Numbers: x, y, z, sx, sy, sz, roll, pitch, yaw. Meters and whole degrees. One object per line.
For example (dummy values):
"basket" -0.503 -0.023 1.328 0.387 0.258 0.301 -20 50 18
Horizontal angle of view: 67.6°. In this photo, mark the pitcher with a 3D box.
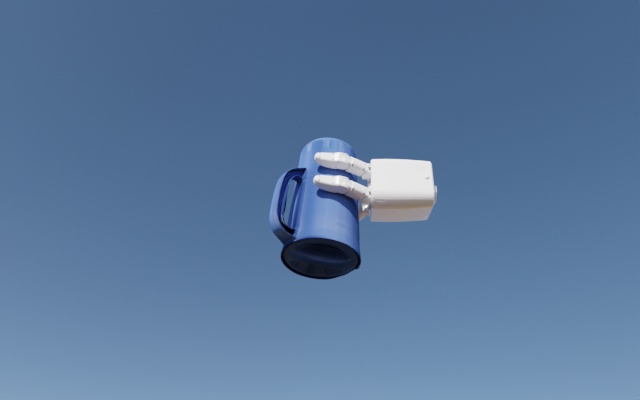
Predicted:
"pitcher" 0.000 0.003 0.846 0.145 0.242 0.149 0 -37 6
